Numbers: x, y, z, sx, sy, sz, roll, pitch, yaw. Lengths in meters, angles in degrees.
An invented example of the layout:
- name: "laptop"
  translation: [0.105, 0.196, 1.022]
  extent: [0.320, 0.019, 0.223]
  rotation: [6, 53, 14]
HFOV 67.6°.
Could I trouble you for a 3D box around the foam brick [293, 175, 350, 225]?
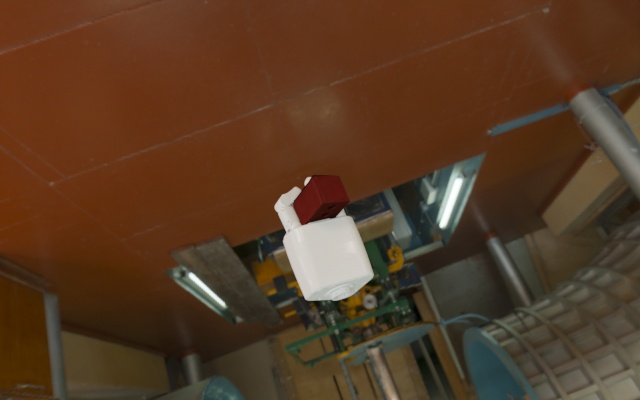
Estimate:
- name: "foam brick"
  translation: [0.000, 0.002, 0.758]
  extent: [0.053, 0.051, 0.078]
  rotation: [-2, -32, -33]
